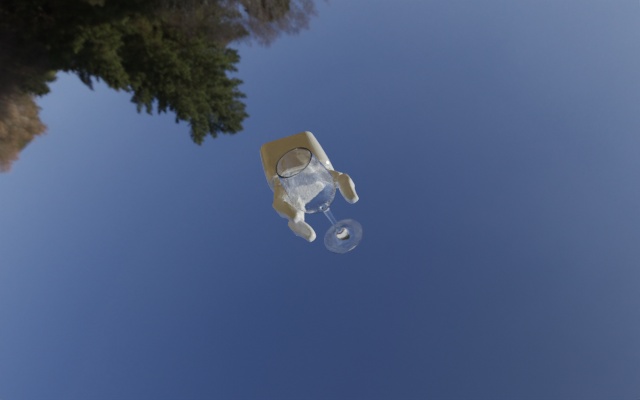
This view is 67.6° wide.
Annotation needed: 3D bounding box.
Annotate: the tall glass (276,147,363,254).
[{"bbox_3d":[0.001,0.003,0.787,0.079,0.079,0.201,0,-37,31],"label":"tall glass"}]
